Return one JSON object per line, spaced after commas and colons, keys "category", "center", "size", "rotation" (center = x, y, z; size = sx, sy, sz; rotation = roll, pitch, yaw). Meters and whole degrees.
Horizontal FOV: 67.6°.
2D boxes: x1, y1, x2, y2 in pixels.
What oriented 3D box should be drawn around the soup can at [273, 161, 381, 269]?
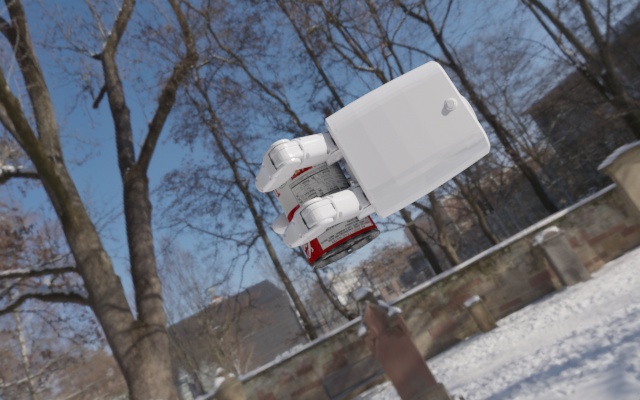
{"category": "soup can", "center": [0.000, 0.001, 0.433], "size": [0.068, 0.102, 0.068], "rotation": [-27, -13, -7]}
